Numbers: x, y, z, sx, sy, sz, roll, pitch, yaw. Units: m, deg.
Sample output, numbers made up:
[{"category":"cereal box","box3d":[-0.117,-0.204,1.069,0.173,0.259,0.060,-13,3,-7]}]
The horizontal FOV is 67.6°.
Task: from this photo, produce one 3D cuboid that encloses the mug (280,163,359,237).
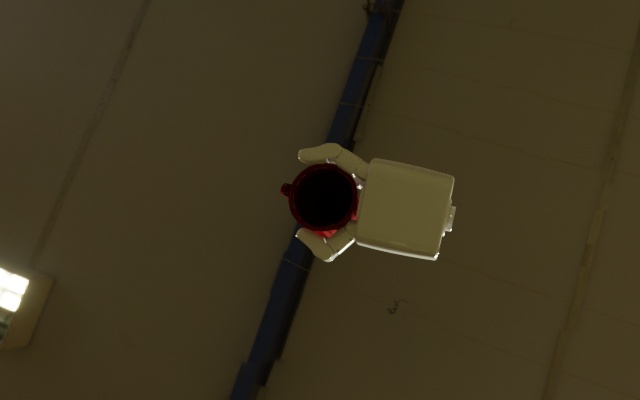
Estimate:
[{"category":"mug","box3d":[-0.001,0.002,0.663,0.117,0.093,0.081,14,-11,16]}]
